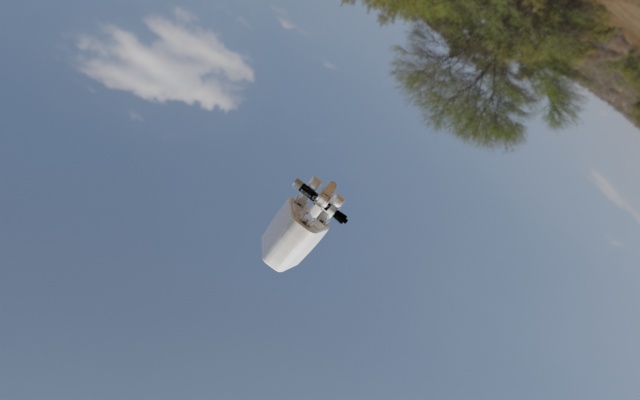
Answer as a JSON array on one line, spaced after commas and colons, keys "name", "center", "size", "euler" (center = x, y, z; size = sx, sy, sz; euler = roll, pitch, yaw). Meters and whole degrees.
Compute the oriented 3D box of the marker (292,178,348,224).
[{"name": "marker", "center": [0.000, 0.003, 0.872], "size": [0.121, 0.020, 0.020], "euler": [38, -2, -2]}]
